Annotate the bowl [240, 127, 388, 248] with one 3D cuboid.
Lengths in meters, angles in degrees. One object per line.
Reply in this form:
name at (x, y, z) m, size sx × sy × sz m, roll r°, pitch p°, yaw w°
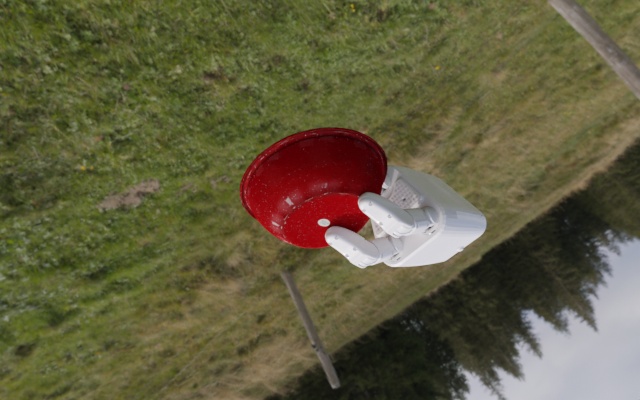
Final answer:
bowl at (-0.001, 0.002, 0.496) m, size 0.162 × 0.055 × 0.162 m, roll -10°, pitch -38°, yaw -8°
